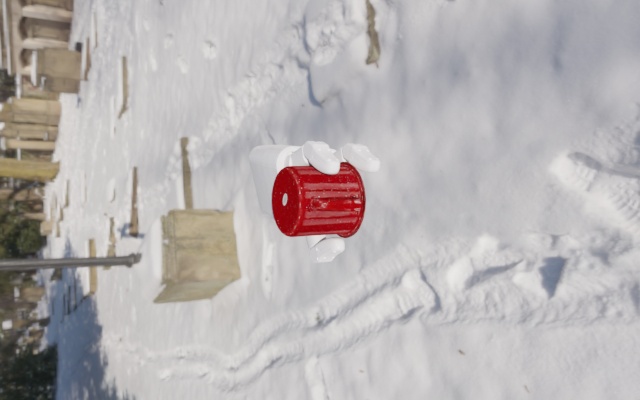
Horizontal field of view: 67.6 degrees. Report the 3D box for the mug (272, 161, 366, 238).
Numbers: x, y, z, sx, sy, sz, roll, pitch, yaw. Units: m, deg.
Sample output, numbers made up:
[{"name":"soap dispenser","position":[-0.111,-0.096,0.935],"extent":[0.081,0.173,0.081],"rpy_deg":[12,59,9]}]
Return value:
[{"name":"mug","position":[0.001,0.002,0.550],"extent":[0.081,0.093,0.117],"rpy_deg":[-2,8,-30]}]
